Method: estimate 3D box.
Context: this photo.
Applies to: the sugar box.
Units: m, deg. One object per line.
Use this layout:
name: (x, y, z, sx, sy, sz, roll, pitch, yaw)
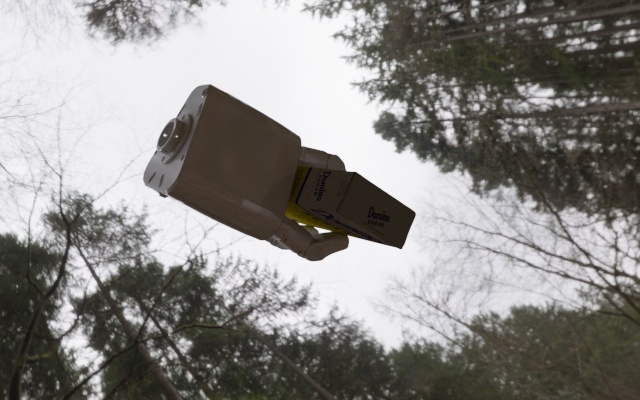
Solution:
sugar box: (0.000, 0.002, 0.489, 0.093, 0.048, 0.176, 30, -10, -36)
